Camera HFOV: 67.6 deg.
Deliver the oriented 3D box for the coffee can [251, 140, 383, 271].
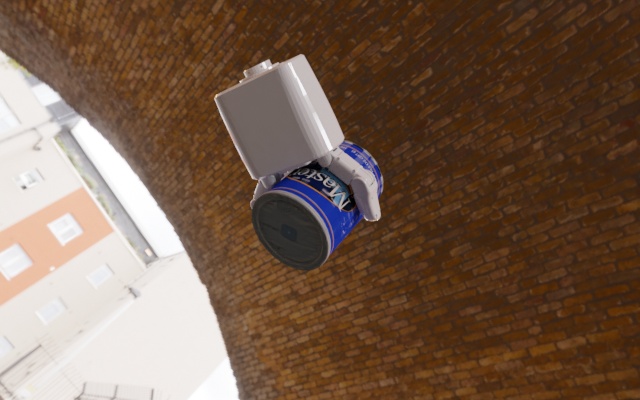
[{"bbox_3d":[0.000,0.002,0.575,0.103,0.103,0.140,0,30,36],"label":"coffee can"}]
